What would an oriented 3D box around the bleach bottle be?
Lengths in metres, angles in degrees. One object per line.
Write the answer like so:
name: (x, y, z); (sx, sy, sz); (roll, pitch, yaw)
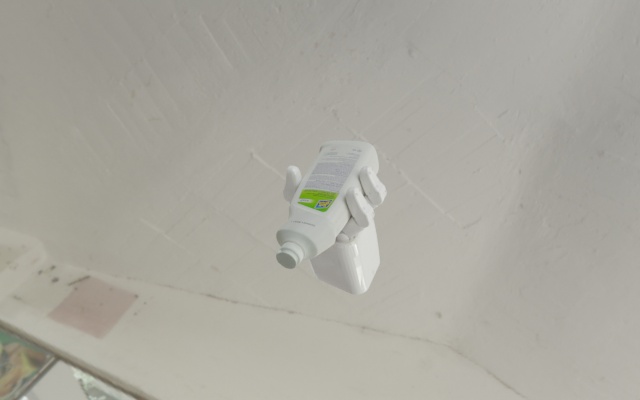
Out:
bleach bottle: (0.000, 0.002, 0.687); (0.102, 0.068, 0.250); (3, 37, 28)
